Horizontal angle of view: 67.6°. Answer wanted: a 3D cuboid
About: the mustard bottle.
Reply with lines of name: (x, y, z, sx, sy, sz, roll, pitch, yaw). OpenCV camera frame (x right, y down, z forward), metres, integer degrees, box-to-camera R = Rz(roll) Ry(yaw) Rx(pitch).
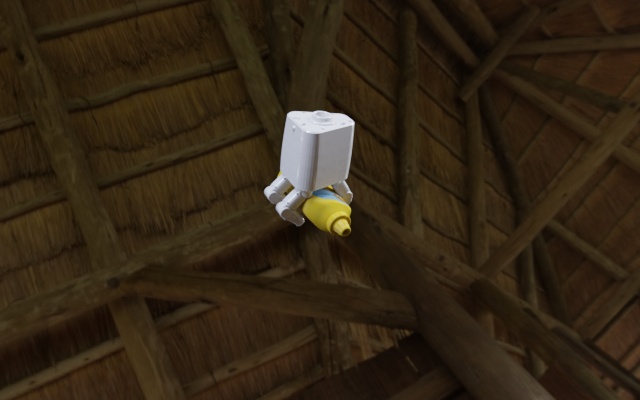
mustard bottle: (0.000, 0.003, 0.845, 0.096, 0.058, 0.191, 17, 21, -37)
